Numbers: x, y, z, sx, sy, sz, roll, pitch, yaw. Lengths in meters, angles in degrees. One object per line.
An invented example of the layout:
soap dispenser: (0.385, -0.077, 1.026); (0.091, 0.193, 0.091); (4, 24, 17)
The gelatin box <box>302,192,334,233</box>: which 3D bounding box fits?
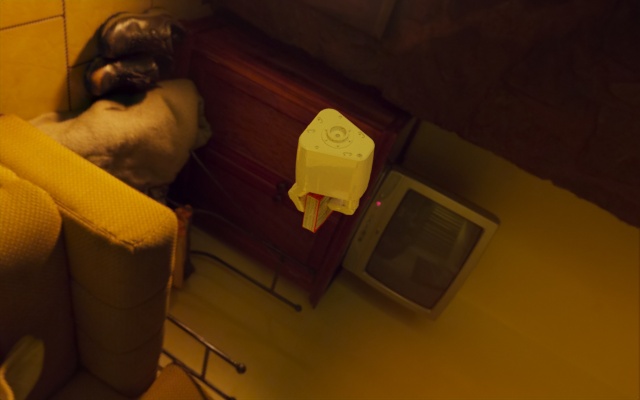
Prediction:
gelatin box: (0.000, 0.003, 0.865); (0.030, 0.089, 0.073); (26, 46, 17)
